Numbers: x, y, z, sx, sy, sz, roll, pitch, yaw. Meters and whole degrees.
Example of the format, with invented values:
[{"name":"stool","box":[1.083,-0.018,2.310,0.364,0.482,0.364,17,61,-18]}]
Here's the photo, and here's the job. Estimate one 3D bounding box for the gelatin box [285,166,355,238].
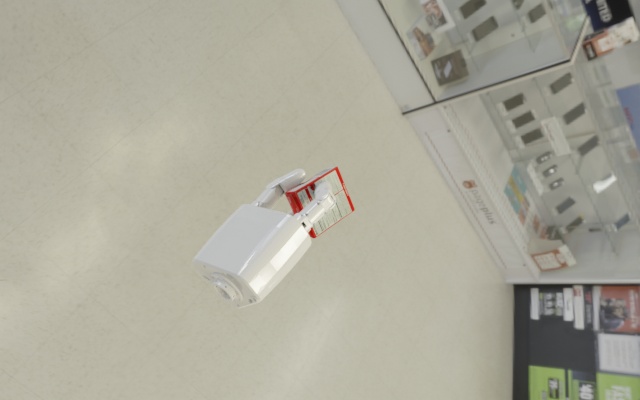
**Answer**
[{"name":"gelatin box","box":[0.001,0.002,0.689,0.089,0.073,0.030,-33,17,-33]}]
